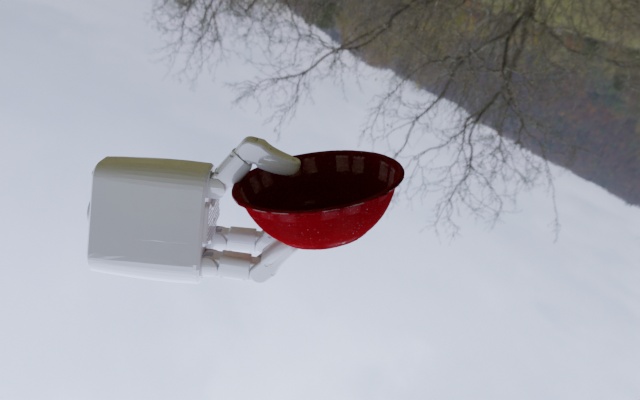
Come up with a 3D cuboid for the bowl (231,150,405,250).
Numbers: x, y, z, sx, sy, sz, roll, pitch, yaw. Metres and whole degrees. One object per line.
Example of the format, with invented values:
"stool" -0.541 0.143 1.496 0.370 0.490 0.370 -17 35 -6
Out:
"bowl" 0.001 0.002 0.455 0.162 0.055 0.162 -7 22 3
